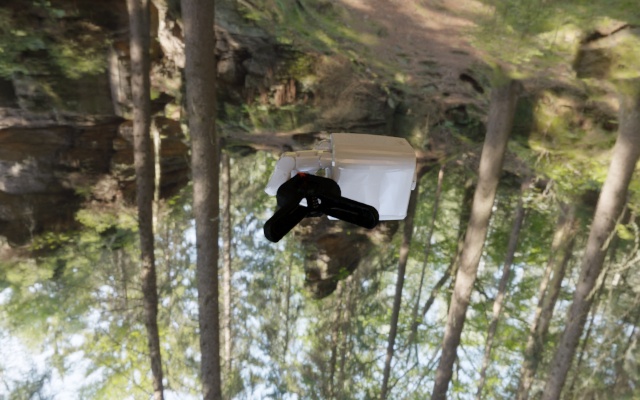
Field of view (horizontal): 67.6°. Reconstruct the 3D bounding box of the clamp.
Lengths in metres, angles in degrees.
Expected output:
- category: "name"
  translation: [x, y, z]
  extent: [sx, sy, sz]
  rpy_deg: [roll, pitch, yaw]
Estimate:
- category: "clamp"
  translation: [0.000, 0.002, 0.553]
  extent: [0.120, 0.039, 0.171]
  rpy_deg: [1, 22, -2]
